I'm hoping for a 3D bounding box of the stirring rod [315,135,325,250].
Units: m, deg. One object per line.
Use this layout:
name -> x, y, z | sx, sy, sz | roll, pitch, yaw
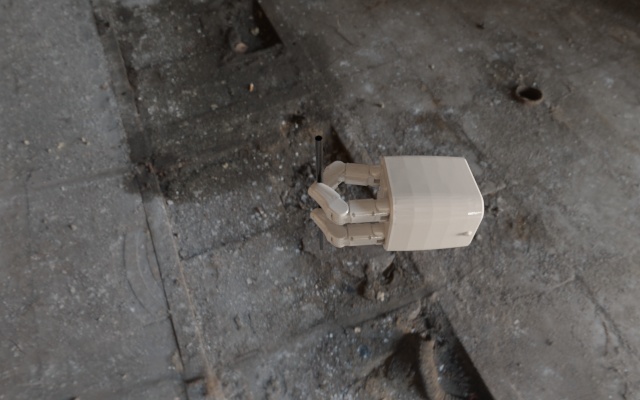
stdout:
stirring rod -> 0.000, 0.002, 0.602 | 0.011, 0.011, 0.240 | 0, -34, 1
